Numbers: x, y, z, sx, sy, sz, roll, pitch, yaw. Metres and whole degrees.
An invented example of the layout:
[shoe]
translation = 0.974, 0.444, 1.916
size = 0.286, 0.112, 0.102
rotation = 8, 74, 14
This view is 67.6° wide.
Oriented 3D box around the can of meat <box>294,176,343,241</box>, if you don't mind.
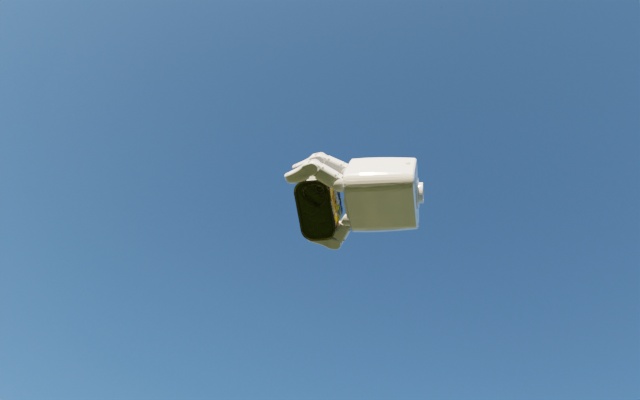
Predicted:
[can of meat]
translation = 0.000, 0.003, 0.786
size = 0.057, 0.102, 0.084
rotation = -4, 20, 16
